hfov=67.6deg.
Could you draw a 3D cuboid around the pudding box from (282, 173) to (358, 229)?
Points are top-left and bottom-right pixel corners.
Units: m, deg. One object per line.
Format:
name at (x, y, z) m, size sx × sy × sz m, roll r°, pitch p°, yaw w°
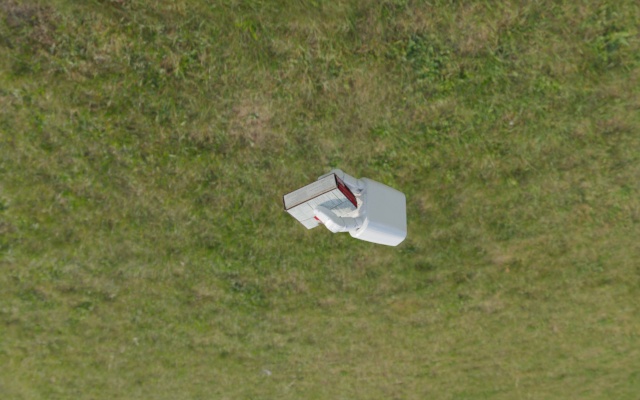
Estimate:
pudding box at (0.000, 0.003, 0.881) m, size 0.113 × 0.039 × 0.090 m, roll -25°, pitch -37°, yaw 17°
